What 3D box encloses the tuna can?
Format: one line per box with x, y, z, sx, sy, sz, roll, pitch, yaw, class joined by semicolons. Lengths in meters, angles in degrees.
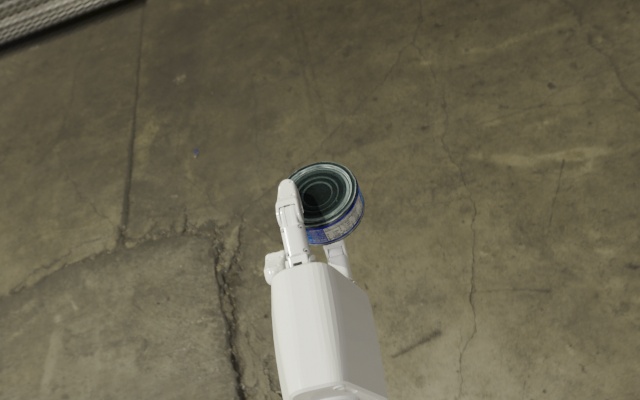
0.000;0.001;0.488;0.086;0.086;0.034;0;-36;20;tuna can
